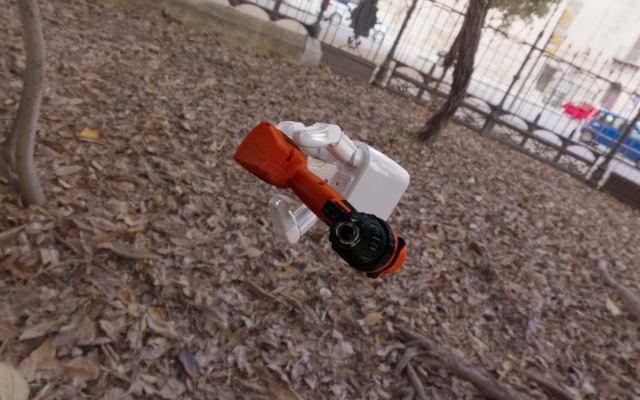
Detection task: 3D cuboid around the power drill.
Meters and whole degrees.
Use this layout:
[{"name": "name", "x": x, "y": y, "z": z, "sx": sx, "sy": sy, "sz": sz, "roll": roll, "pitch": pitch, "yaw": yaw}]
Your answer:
[{"name": "power drill", "x": 0.000, "y": 0.001, "z": 0.475, "sx": 0.187, "sy": 0.057, "sz": 0.184, "roll": 43, "pitch": 2, "yaw": 21}]
